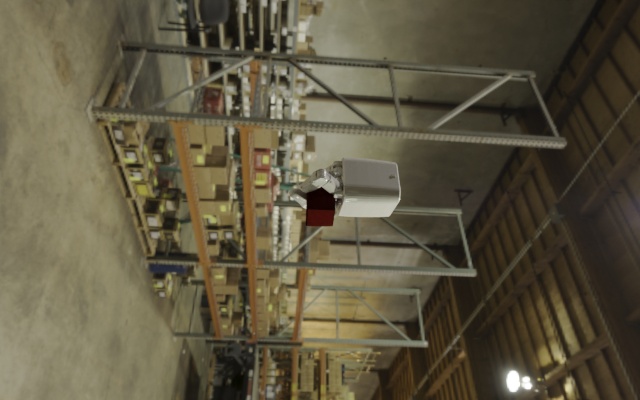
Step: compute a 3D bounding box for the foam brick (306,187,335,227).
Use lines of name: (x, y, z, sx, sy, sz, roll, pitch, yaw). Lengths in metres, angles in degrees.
foam brick: (0.000, 0.003, 0.888, 0.051, 0.078, 0.053, 4, -38, -4)
